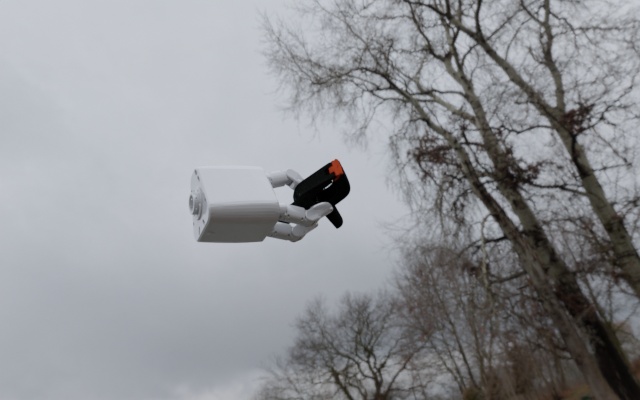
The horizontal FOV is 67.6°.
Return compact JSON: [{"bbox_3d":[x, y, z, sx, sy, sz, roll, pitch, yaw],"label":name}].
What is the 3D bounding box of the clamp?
[{"bbox_3d":[0.000,0.002,0.791,0.164,0.036,0.210,-3,-29,-31],"label":"clamp"}]
